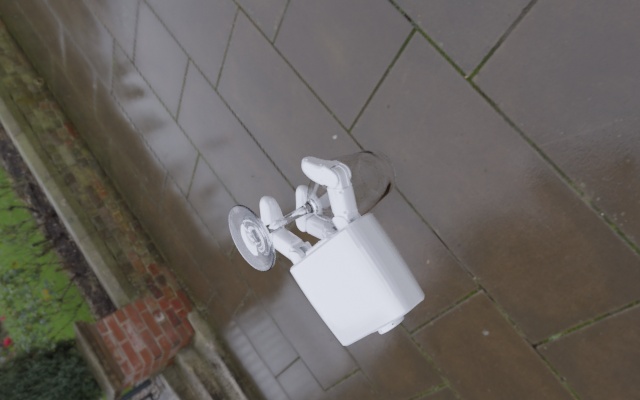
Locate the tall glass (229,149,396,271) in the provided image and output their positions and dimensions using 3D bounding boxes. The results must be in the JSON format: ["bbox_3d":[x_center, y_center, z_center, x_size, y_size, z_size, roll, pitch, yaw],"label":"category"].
[{"bbox_3d":[0.000,0.002,0.542,0.201,0.079,0.079,-28,17,-36],"label":"tall glass"}]
